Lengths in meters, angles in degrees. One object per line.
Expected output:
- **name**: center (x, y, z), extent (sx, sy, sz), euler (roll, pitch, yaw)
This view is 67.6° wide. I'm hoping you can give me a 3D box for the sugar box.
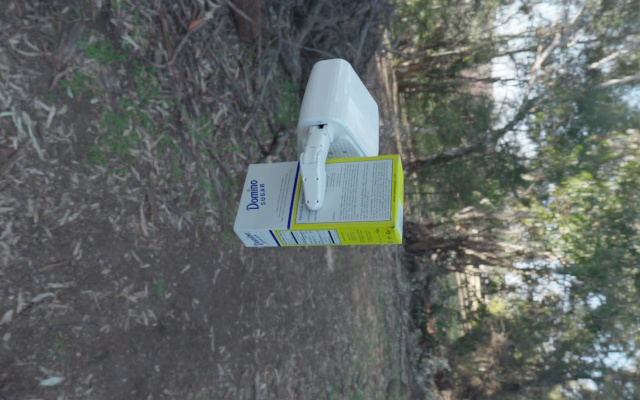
- **sugar box**: center (0.000, 0.002, 0.526), extent (0.176, 0.093, 0.048), euler (-3, -35, 17)
